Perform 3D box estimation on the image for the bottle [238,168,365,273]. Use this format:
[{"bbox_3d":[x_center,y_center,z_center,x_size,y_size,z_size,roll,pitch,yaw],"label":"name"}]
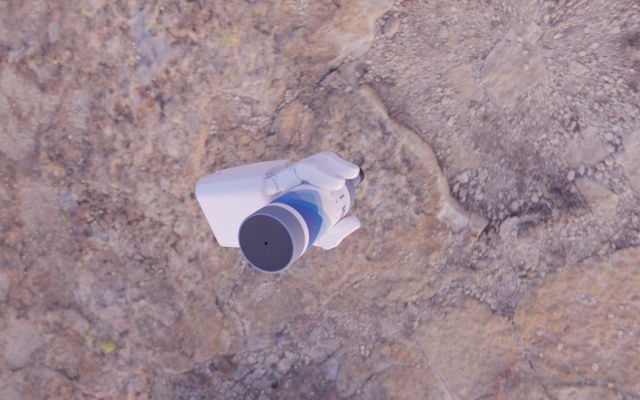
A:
[{"bbox_3d":[0.000,0.002,0.612,0.069,0.069,0.295,0,16,23],"label":"bottle"}]
